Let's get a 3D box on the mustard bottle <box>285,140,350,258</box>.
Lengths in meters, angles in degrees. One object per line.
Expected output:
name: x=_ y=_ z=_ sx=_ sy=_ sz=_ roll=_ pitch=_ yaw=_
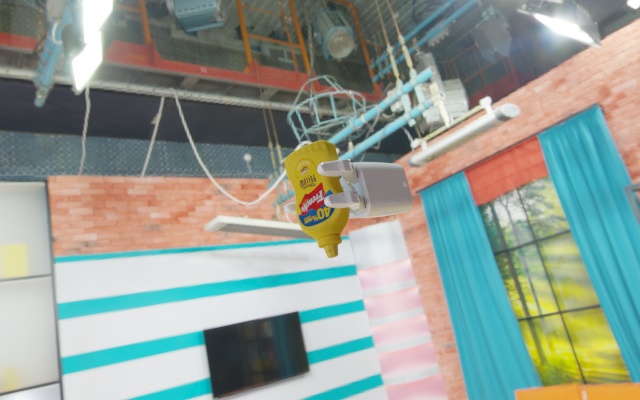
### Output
mustard bottle: x=0.000 y=0.002 z=0.805 sx=0.096 sy=0.191 sz=0.058 roll=-22 pitch=-17 yaw=30
